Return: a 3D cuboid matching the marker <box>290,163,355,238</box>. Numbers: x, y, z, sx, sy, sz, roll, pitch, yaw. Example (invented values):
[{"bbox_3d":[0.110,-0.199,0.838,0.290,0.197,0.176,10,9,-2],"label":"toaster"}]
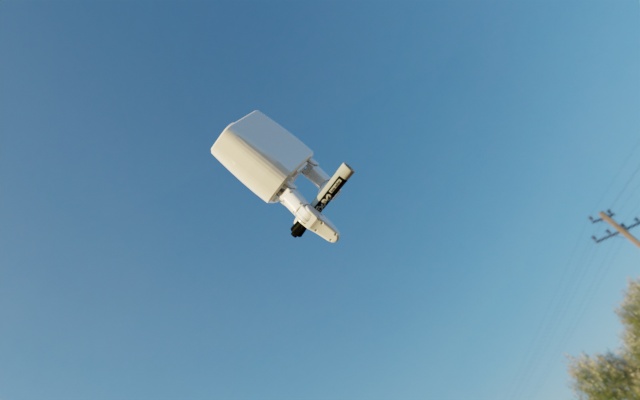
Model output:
[{"bbox_3d":[0.000,0.002,0.626,0.020,0.121,0.020,36,16,-12],"label":"marker"}]
